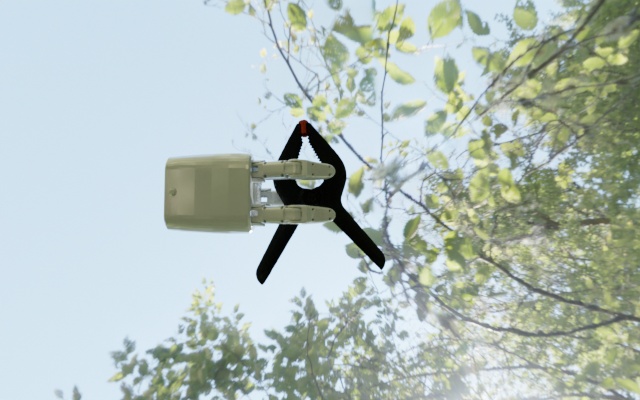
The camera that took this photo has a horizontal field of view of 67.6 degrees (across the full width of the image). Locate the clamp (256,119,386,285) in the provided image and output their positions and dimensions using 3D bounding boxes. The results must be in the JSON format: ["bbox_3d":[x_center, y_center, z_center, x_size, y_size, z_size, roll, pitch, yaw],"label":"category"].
[{"bbox_3d":[0.000,0.002,0.614,0.164,0.210,0.036,0,-5,-1],"label":"clamp"}]
